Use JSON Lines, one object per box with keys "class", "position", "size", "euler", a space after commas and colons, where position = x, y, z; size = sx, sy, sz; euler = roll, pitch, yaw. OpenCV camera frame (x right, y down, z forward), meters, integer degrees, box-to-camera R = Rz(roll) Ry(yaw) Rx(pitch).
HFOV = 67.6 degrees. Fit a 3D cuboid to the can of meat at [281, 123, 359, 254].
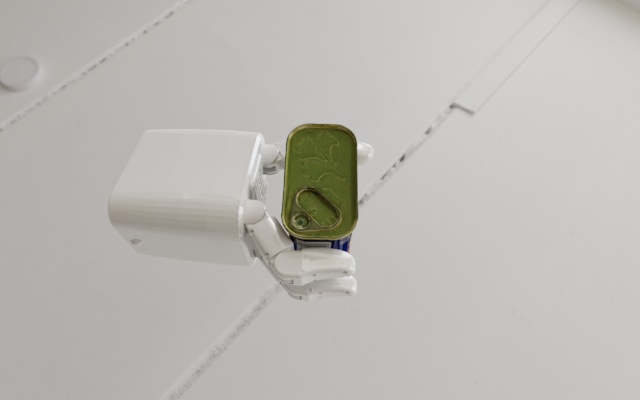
{"class": "can of meat", "position": [0.000, 0.001, 0.402], "size": [0.057, 0.102, 0.084], "euler": [1, -27, 0]}
